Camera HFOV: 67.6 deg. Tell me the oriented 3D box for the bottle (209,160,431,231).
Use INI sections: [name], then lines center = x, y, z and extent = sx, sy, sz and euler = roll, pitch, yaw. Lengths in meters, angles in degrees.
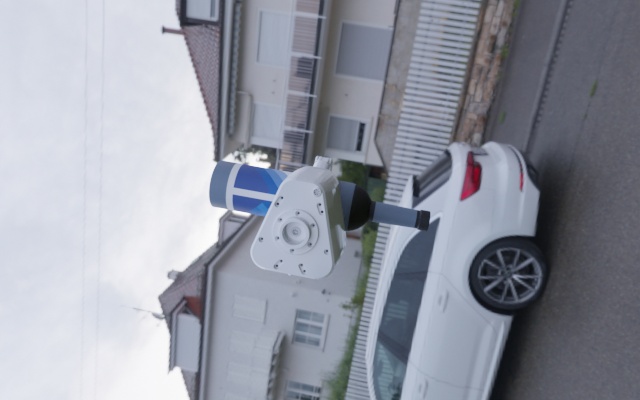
[bottle]
center = 0.000, 0.002, 0.652
extent = 0.296, 0.069, 0.069
euler = 10, 1, 6
